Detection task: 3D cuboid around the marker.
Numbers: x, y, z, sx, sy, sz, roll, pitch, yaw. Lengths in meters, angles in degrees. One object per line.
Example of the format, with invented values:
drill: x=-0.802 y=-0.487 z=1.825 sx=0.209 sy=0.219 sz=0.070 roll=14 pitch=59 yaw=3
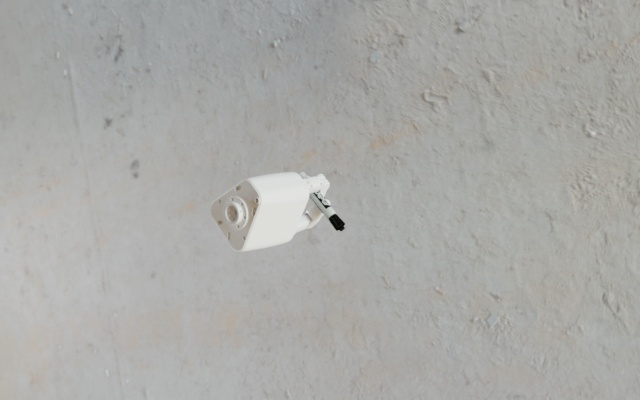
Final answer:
marker: x=0.000 y=0.003 z=0.782 sx=0.020 sy=0.121 sz=0.020 roll=-33 pitch=-21 yaw=-14
